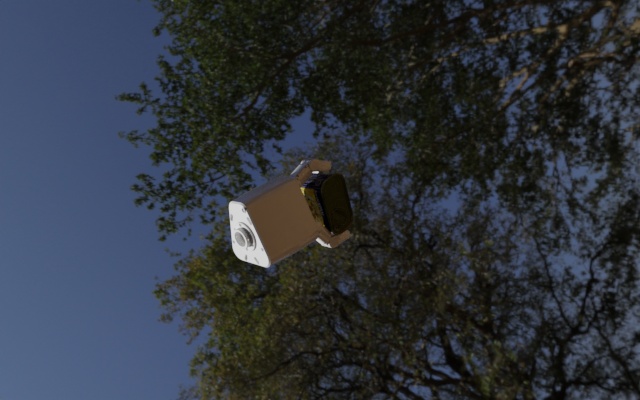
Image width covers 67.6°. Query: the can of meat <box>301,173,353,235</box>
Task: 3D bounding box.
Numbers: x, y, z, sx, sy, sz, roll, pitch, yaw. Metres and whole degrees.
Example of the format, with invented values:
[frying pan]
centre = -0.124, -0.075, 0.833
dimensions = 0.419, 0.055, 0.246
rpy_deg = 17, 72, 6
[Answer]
[can of meat]
centre = 0.000, 0.003, 0.818
dimensions = 0.084, 0.102, 0.057
rpy_deg = 7, 31, 43
